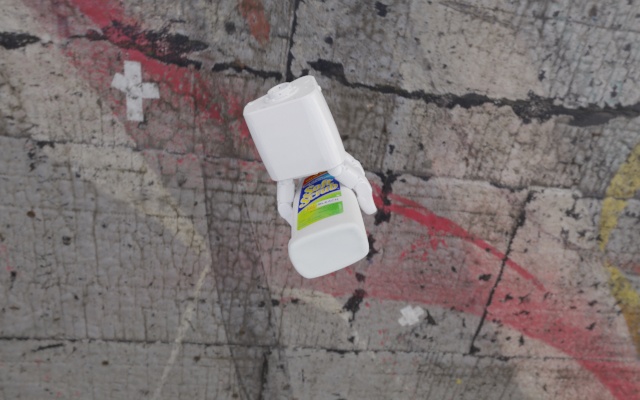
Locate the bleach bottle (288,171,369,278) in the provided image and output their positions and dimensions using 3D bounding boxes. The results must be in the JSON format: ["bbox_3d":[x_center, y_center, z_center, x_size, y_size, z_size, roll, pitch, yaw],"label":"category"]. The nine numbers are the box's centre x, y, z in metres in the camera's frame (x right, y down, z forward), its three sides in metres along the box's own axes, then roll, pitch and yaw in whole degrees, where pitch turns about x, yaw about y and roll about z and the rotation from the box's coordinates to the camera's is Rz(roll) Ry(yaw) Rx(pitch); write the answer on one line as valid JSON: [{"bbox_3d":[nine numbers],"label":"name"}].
[{"bbox_3d":[0.000,0.002,0.698,0.102,0.068,0.250,-21,29,5],"label":"bleach bottle"}]
